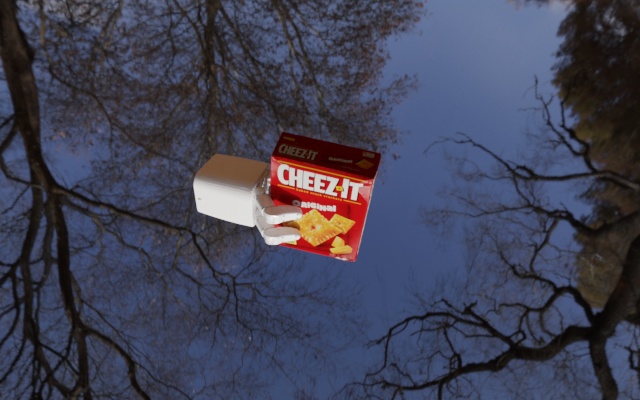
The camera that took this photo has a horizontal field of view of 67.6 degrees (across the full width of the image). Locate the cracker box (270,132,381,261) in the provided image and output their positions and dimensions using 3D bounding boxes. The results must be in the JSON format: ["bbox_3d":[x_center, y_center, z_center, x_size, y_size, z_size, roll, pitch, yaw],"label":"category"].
[{"bbox_3d":[0.000,0.003,0.808,0.164,0.072,0.214,13,-43,6],"label":"cracker box"}]
